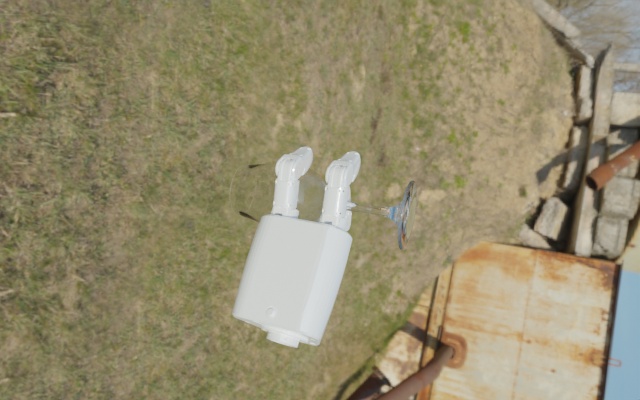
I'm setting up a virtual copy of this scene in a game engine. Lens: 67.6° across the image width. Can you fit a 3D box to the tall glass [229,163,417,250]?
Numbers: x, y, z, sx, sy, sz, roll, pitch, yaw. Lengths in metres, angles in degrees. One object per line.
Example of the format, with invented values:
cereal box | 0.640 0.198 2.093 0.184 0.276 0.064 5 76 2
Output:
tall glass | 0.001 0.002 0.533 0.201 0.079 0.079 9 3 21
